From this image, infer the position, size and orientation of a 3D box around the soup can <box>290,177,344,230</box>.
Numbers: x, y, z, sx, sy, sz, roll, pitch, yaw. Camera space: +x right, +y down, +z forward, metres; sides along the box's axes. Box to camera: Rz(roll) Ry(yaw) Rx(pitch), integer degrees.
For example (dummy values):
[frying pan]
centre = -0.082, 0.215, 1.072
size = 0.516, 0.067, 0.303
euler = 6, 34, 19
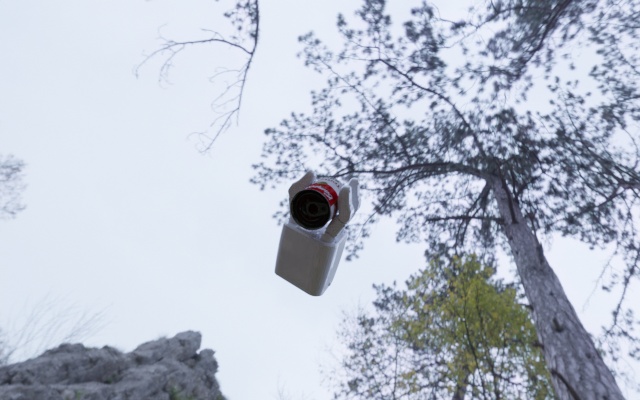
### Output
[soup can]
centre = 0.000, 0.002, 0.798
size = 0.068, 0.068, 0.102
euler = 0, 14, 20
